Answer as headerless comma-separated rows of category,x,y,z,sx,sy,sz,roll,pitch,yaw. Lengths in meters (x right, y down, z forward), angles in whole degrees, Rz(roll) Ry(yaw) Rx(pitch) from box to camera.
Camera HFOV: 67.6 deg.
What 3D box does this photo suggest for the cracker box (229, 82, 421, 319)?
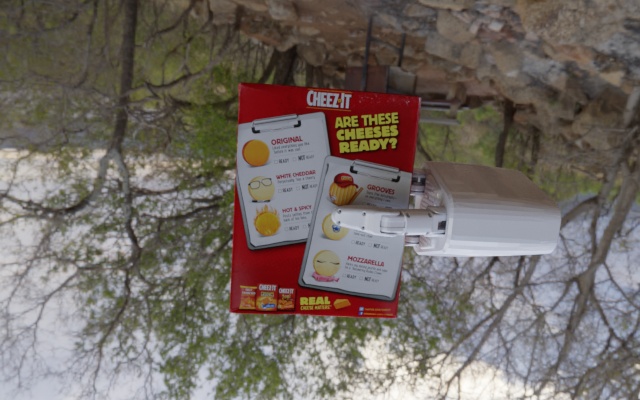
cracker box,0.000,0.002,0.466,0.164,0.214,0.072,3,9,-6
